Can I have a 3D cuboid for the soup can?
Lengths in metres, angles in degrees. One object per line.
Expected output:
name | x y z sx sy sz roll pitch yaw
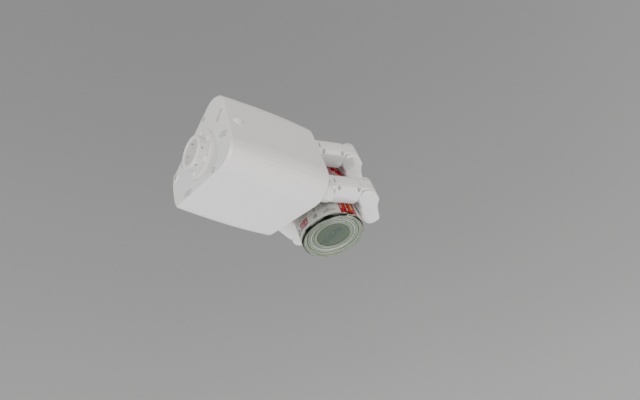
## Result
soup can | 0.000 0.002 0.521 0.068 0.102 0.069 -12 -41 -11
